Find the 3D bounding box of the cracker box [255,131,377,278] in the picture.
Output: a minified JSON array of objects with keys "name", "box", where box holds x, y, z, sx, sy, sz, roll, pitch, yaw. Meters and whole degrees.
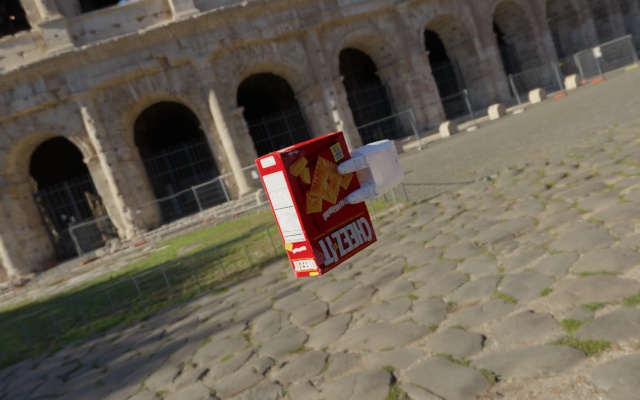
[{"name":"cracker box","box":[0.000,0.003,0.827,0.072,0.214,0.164,-12,9,46]}]
